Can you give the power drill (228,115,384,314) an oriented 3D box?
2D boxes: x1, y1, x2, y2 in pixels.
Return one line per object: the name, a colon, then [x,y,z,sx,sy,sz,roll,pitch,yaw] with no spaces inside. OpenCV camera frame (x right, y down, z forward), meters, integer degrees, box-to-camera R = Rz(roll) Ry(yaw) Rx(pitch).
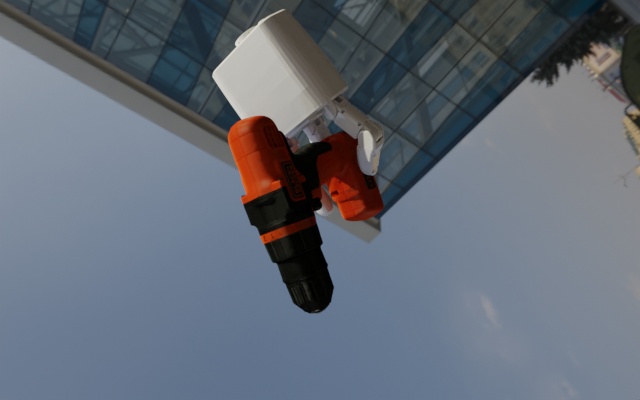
power drill: [0.000,0.001,0.486,0.057,0.184,0.187,-20,0,29]
